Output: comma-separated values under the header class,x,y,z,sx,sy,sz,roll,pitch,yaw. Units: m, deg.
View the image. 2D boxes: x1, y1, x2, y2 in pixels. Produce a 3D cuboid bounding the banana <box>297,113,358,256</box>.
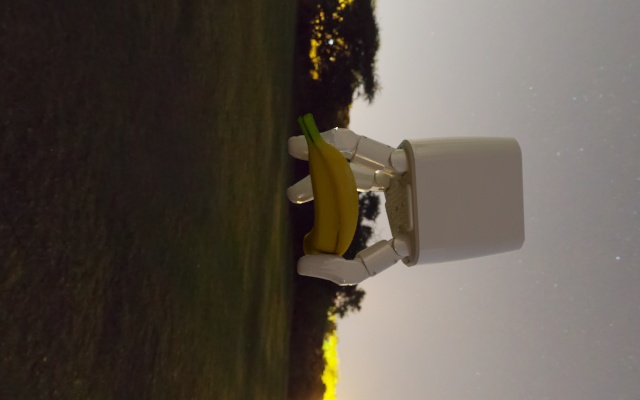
class,x,y,z,sx,sy,sz,roll,pitch,yaw
banana,0.006,0.014,0.426,0.037,0.069,0.198,-14,-35,-13
